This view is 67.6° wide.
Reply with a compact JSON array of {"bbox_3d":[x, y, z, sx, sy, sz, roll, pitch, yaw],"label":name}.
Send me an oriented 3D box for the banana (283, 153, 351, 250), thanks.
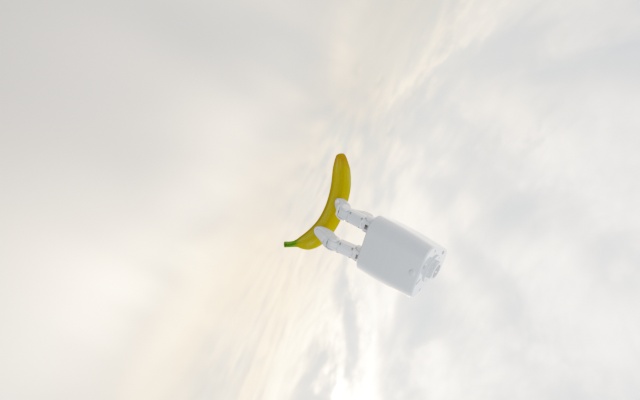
[{"bbox_3d":[0.013,0.014,0.854,0.070,0.198,0.037,30,1,-29],"label":"banana"}]
